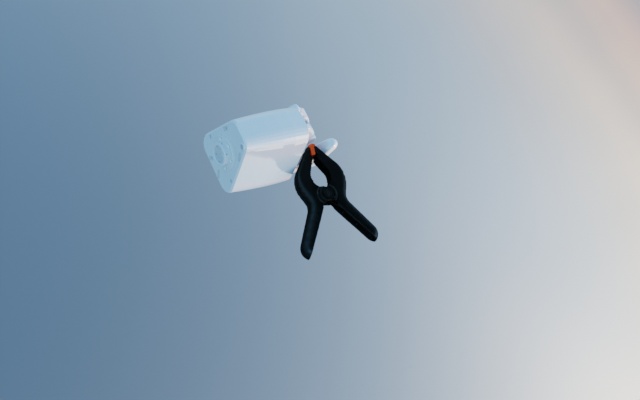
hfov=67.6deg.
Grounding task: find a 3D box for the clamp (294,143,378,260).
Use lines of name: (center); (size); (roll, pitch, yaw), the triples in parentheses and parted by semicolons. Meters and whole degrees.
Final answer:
clamp: (0.000, 0.002, 0.699); (0.120, 0.171, 0.039); (-21, -14, -28)
